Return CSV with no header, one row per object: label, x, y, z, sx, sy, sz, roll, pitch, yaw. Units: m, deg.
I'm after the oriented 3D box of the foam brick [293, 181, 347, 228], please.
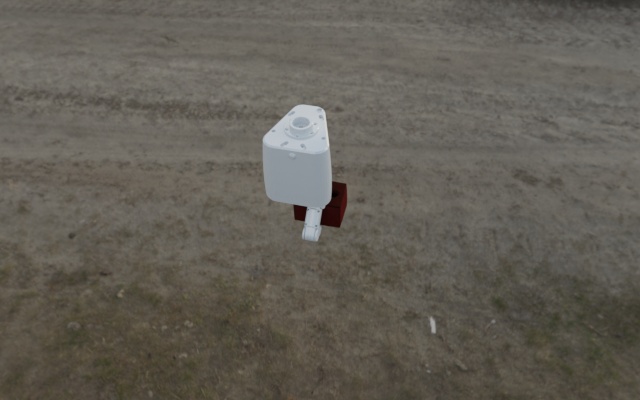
foam brick,0.000,0.003,0.756,0.078,0.053,0.051,9,-42,9
